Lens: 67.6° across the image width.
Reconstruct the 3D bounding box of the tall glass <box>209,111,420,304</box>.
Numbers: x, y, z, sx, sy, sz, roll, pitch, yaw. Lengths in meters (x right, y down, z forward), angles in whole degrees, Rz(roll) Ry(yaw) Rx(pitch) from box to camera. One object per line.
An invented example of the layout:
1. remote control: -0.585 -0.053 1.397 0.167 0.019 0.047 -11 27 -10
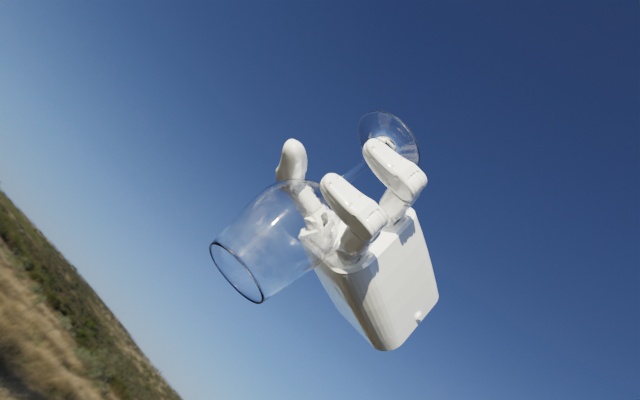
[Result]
1. tall glass: 0.000 0.001 0.419 0.201 0.079 0.079 -40 22 -29
